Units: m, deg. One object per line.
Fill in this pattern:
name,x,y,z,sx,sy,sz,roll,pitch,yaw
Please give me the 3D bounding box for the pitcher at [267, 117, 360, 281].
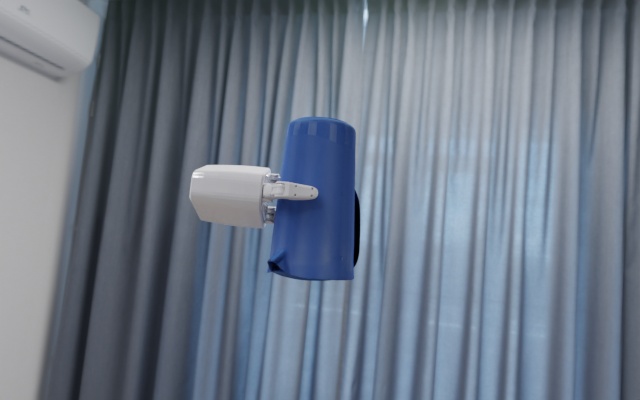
pitcher,0.000,0.002,0.745,0.145,0.243,0.149,5,-5,-1
